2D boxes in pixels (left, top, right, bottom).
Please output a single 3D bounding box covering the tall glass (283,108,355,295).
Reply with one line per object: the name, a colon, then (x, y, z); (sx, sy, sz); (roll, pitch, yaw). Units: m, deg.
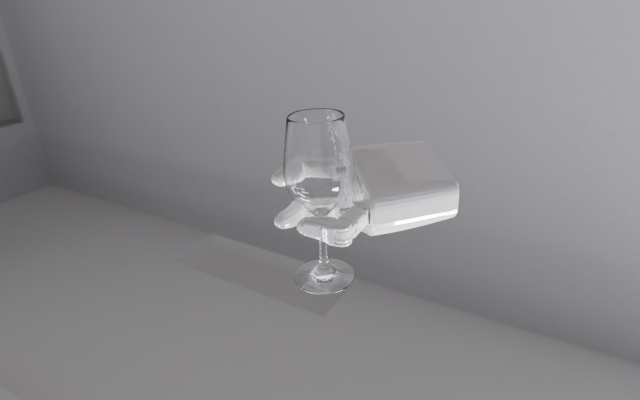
tall glass: (0.000, 0.002, 0.538); (0.079, 0.201, 0.079); (-3, 25, 1)
